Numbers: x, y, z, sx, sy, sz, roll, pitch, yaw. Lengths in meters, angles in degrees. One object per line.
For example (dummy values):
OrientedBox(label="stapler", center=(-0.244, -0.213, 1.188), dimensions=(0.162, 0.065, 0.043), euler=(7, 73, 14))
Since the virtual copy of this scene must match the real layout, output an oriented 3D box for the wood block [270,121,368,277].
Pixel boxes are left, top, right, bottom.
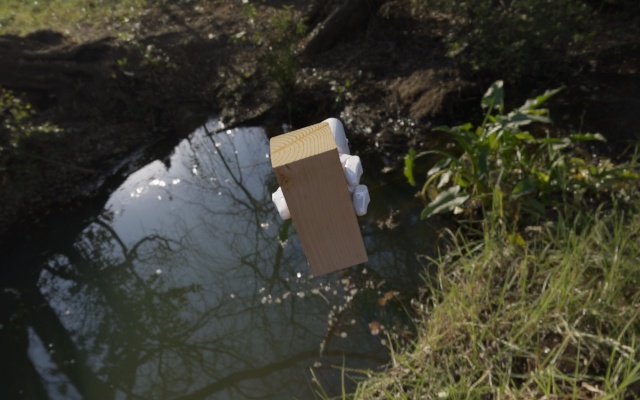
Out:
OrientedBox(label="wood block", center=(0.000, 0.002, 0.713), dimensions=(0.091, 0.206, 0.090), euler=(-17, 34, 2))
